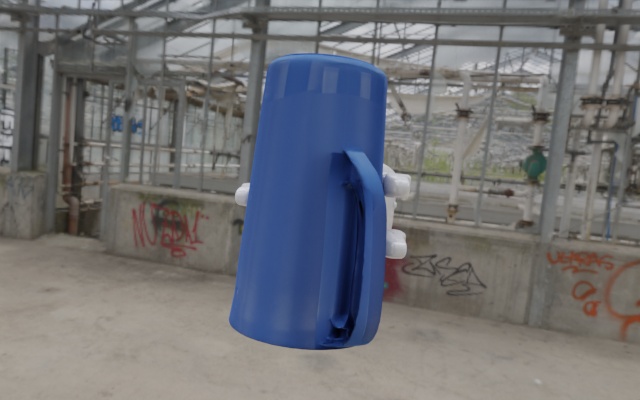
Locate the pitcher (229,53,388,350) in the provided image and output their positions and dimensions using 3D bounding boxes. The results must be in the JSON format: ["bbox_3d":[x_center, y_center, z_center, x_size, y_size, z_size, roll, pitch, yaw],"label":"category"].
[{"bbox_3d":[0.000,0.001,0.424,0.149,0.243,0.145,7,4,18],"label":"pitcher"}]
